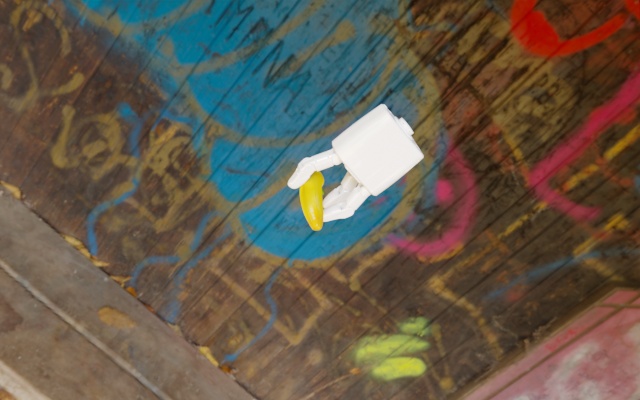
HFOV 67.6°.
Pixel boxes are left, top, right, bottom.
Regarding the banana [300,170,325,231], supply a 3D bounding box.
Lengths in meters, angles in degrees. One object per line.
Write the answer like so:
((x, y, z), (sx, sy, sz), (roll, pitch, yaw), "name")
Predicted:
((-0.010, -0.014, 0.830), (0.037, 0.070, 0.197), (-29, 14, 13), "banana")
